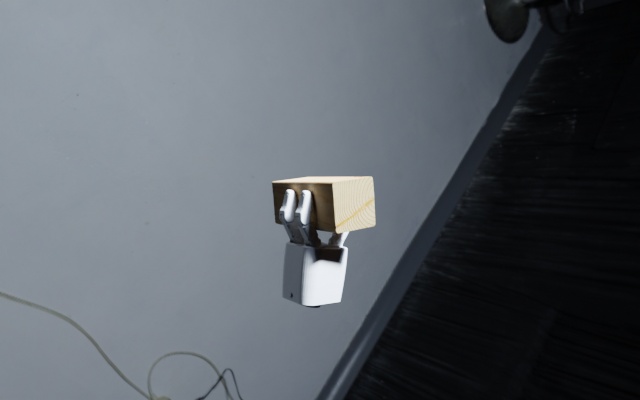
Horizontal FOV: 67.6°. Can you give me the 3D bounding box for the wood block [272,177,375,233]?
[{"bbox_3d":[0.000,0.003,0.900,0.091,0.090,0.206,-8,7,-35],"label":"wood block"}]
